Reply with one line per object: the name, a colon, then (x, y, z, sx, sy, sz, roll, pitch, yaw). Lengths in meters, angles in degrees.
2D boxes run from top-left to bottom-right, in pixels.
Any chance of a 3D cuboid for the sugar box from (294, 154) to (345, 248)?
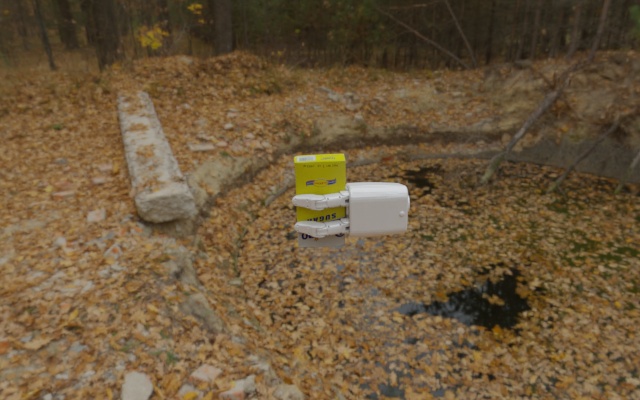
sugar box: (0.000, 0.003, 0.892, 0.093, 0.176, 0.048, -2, 23, 0)
